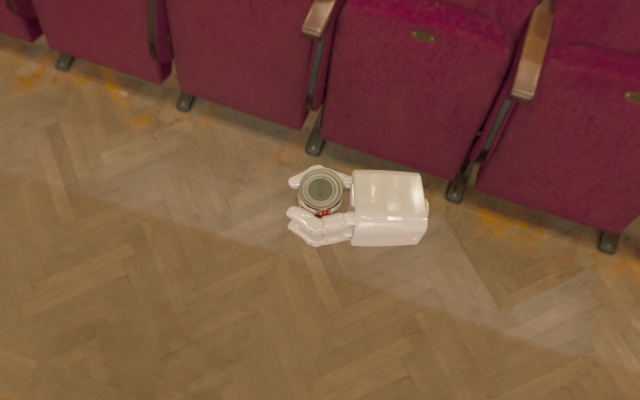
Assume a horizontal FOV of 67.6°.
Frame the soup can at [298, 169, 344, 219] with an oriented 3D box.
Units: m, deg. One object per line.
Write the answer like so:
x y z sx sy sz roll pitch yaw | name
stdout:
0.000 0.002 0.734 0.068 0.068 0.102 0 -22 -1 | soup can
